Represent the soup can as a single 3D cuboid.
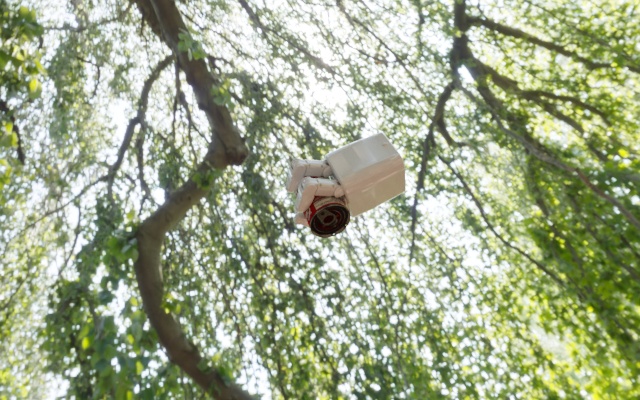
[{"bbox_3d":[0.000,0.003,0.786,0.068,0.068,0.102,0,38,-24],"label":"soup can"}]
